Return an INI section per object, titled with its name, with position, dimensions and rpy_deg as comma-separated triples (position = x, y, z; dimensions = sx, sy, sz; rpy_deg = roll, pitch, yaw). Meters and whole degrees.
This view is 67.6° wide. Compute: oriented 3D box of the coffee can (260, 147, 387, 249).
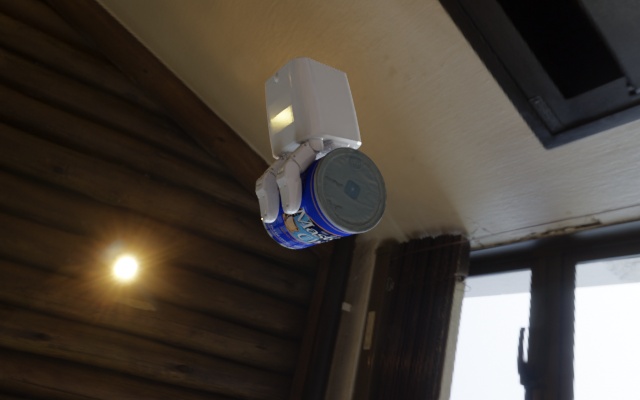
[coffee can]
position = 0.000, 0.002, 0.610
dimensions = 0.103, 0.102, 0.140
rpy_deg = 0, -13, -34
